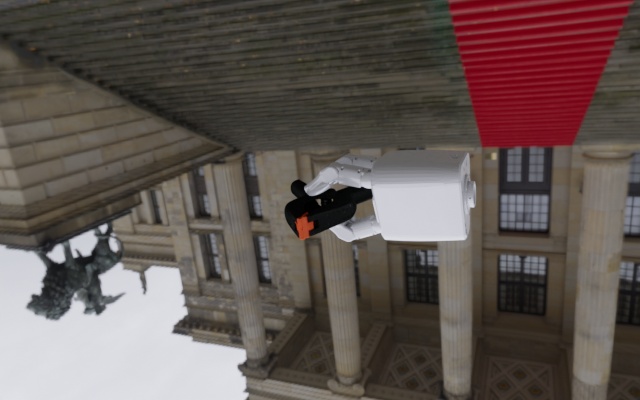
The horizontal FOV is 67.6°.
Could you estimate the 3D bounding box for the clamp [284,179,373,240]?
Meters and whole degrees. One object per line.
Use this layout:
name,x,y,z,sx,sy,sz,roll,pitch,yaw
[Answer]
clamp,0.000,0.003,0.654,0.164,0.036,0.210,-1,17,25
